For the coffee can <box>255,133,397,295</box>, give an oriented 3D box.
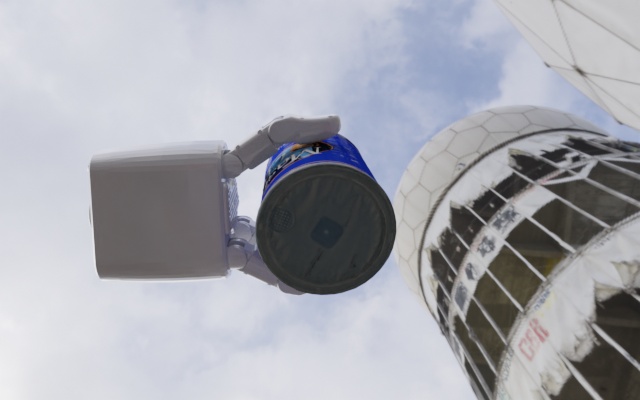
[{"bbox_3d":[0.000,0.001,0.409,0.103,0.103,0.140,0,19,-4],"label":"coffee can"}]
